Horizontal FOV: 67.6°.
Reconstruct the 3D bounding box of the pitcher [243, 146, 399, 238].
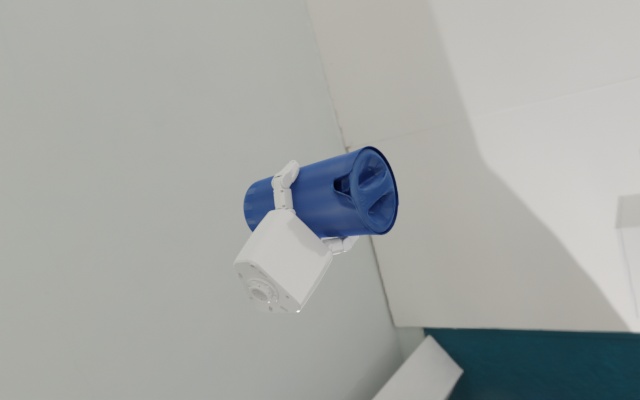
[{"bbox_3d":[0.000,0.003,0.781,0.243,0.149,0.145,-10,34,37],"label":"pitcher"}]
